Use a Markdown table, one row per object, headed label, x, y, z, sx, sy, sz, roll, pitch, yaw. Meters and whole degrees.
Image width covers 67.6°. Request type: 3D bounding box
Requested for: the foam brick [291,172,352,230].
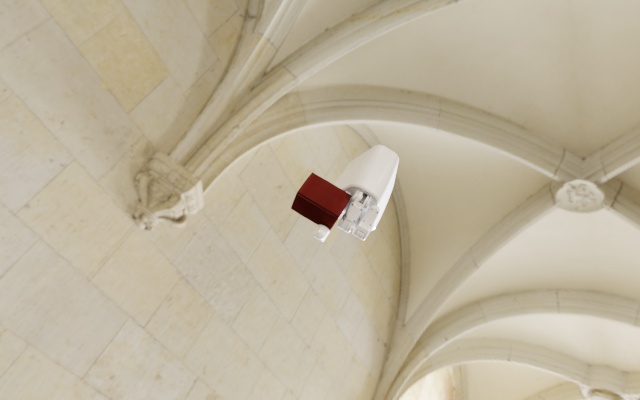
| label | x | y | z | sx | sy | sz | roll | pitch | yaw |
| --- | --- | --- | --- | --- | --- | --- | --- | --- | --- |
| foam brick | 0.000 | 0.002 | 0.778 | 0.078 | 0.051 | 0.053 | 31 | -33 | 1 |
